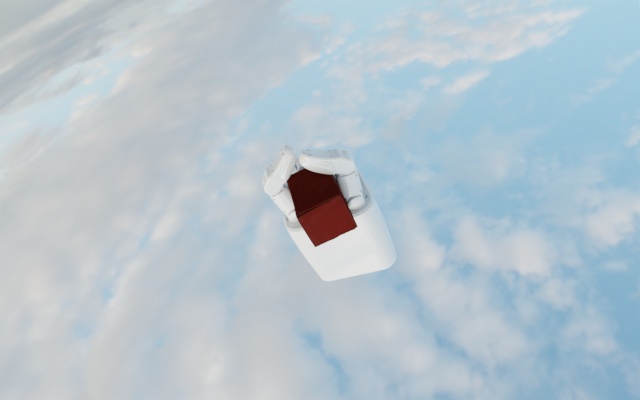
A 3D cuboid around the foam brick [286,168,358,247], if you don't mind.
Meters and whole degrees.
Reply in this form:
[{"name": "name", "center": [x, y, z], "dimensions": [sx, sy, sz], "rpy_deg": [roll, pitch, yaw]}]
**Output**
[{"name": "foam brick", "center": [0.000, 0.002, 0.523], "dimensions": [0.053, 0.051, 0.078], "rpy_deg": [-25, 36, 4]}]
